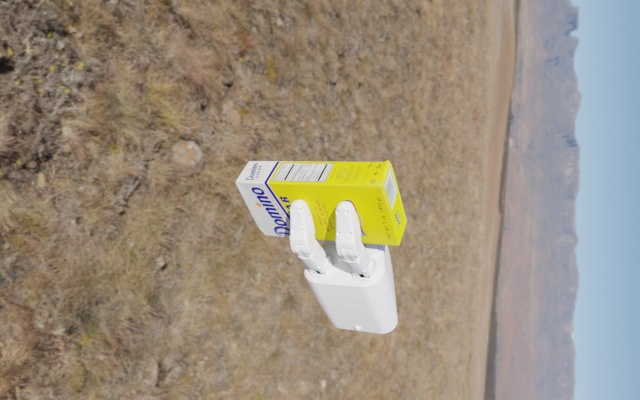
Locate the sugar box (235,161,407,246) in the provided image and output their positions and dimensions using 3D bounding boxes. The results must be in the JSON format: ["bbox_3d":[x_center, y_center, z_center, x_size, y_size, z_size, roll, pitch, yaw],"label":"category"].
[{"bbox_3d":[0.000,0.002,0.537,0.176,0.093,0.048,0,44,25],"label":"sugar box"}]
